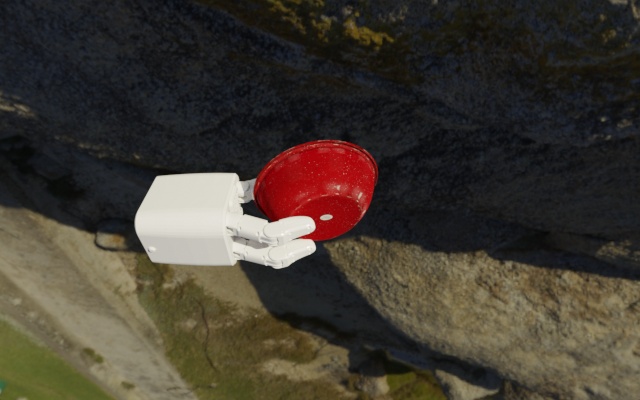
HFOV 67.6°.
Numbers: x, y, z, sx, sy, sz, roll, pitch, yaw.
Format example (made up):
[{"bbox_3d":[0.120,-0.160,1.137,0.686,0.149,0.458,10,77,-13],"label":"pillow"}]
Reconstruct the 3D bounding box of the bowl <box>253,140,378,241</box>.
[{"bbox_3d":[0.001,0.002,0.592,0.162,0.055,0.162,-10,-38,-8],"label":"bowl"}]
